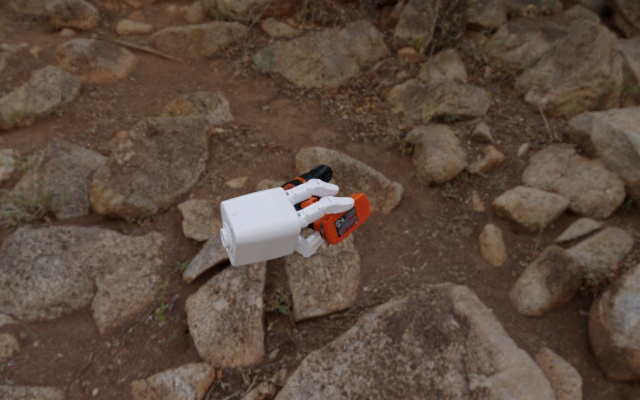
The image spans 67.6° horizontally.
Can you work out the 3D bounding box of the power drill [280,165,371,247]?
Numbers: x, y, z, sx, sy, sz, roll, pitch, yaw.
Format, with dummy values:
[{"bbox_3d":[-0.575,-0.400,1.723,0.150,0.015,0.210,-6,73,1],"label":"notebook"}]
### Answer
[{"bbox_3d":[0.000,0.003,0.884,0.184,0.057,0.187,-39,36,-27],"label":"power drill"}]
